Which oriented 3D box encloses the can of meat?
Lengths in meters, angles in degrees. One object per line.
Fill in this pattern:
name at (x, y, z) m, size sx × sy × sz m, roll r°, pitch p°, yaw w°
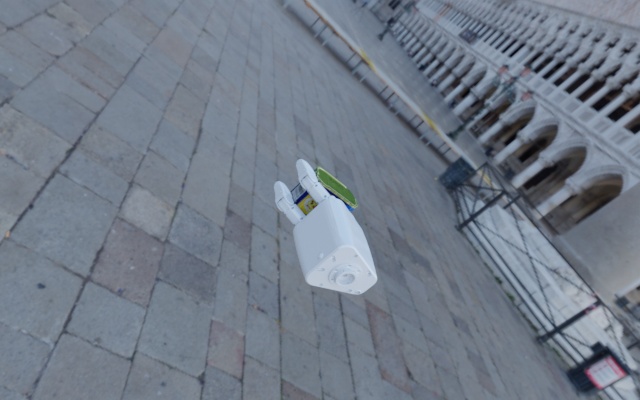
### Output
can of meat at (0.000, 0.002, 0.808) m, size 0.102 × 0.084 × 0.057 m, roll 35°, pitch 24°, yaw -29°
